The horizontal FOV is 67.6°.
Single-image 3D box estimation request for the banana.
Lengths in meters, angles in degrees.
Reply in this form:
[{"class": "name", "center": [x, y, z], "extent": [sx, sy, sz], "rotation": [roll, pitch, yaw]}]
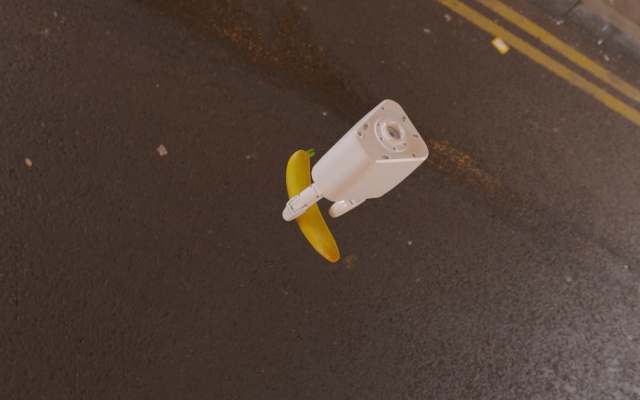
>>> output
[{"class": "banana", "center": [-0.016, -0.002, 0.724], "extent": [0.069, 0.197, 0.037], "rotation": [4, -28, -32]}]
